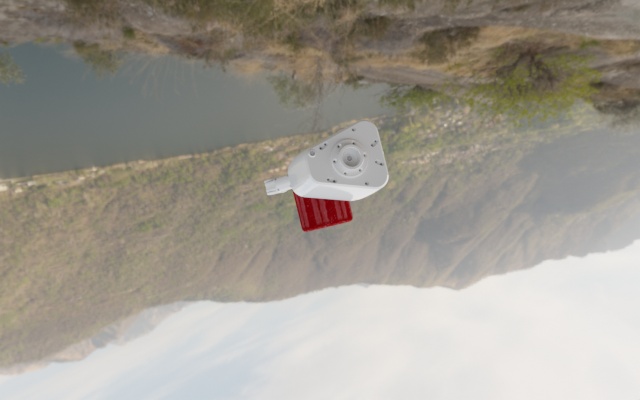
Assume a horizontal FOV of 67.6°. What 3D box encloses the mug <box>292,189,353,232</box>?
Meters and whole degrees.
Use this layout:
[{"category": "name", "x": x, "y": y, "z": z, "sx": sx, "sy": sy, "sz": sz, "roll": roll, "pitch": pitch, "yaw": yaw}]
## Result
[{"category": "mug", "x": 0.000, "y": 0.003, "z": 0.754, "sx": 0.093, "sy": 0.081, "sz": 0.117, "roll": -13, "pitch": -4, "yaw": -14}]
